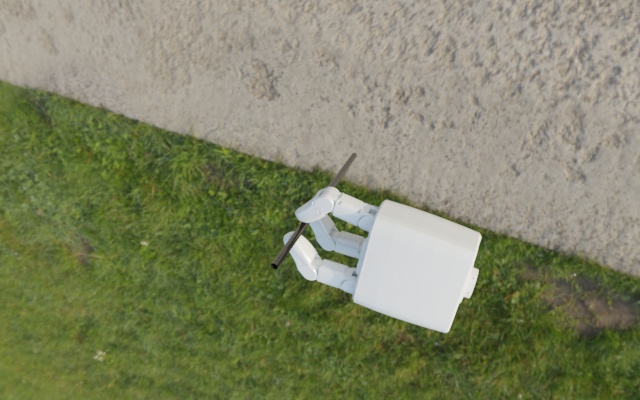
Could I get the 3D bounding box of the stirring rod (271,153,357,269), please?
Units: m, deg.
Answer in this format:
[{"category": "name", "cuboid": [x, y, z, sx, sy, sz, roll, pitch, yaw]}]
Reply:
[{"category": "stirring rod", "cuboid": [0.000, 0.002, 0.572, 0.011, 0.011, 0.239, 0, 33, 28]}]
